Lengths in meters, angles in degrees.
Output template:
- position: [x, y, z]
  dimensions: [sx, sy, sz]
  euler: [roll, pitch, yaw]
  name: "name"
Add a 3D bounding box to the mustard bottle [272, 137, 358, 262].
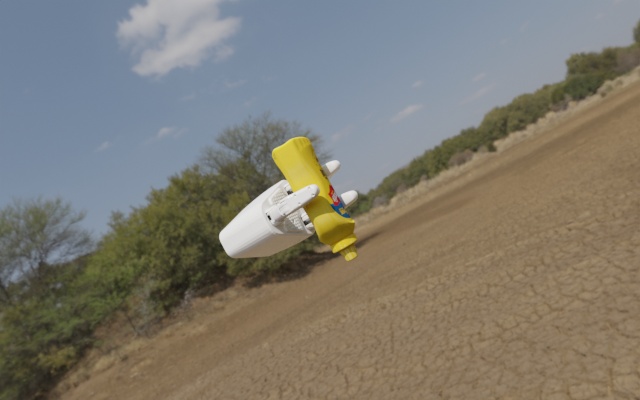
- position: [0.000, 0.002, 0.702]
  dimensions: [0.058, 0.191, 0.096]
  euler: [-29, -4, 9]
  name: "mustard bottle"
